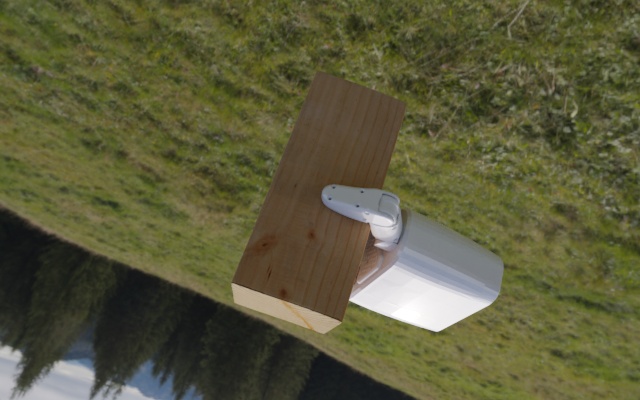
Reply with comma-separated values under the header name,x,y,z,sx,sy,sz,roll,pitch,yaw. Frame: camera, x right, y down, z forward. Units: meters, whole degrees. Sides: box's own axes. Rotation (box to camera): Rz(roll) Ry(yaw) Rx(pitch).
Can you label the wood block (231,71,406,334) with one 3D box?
name,x,y,z,sx,sy,sz,roll,pitch,yaw
wood block,0.000,0.002,0.432,0.090,0.206,0.091,20,-23,-2
